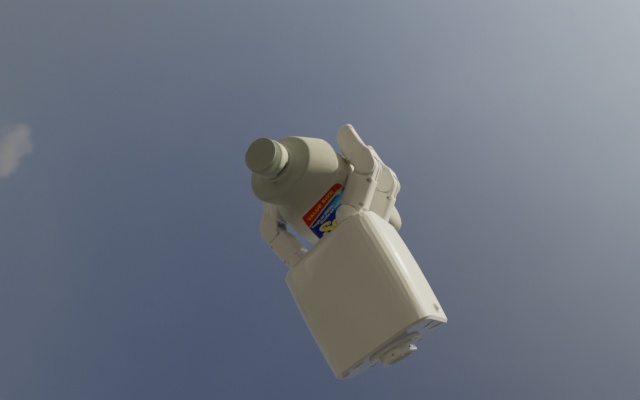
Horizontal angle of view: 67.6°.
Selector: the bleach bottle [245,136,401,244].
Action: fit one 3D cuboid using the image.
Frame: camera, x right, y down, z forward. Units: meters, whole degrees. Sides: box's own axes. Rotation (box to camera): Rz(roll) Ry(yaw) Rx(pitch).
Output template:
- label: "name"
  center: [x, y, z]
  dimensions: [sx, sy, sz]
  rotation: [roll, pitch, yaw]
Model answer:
- label: "bleach bottle"
  center: [0.000, 0.002, 0.487]
  dimensions: [0.102, 0.068, 0.251]
  rotation: [-36, -28, 13]
